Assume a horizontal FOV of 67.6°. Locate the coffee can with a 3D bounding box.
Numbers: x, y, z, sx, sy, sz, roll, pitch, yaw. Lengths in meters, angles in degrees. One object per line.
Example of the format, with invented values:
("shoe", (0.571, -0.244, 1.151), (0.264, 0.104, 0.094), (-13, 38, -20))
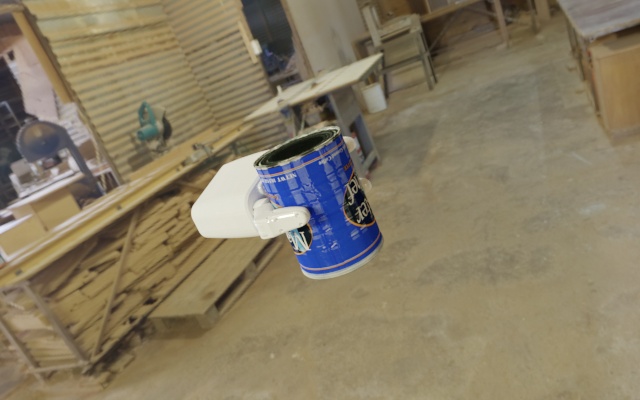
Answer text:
("coffee can", (0.000, 0.002, 0.536), (0.103, 0.140, 0.102), (-21, 18, 7))
